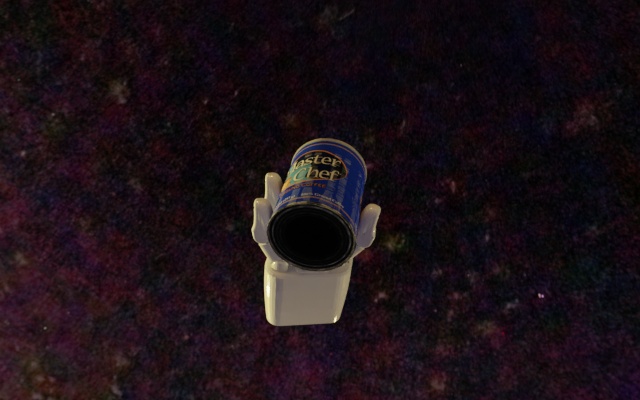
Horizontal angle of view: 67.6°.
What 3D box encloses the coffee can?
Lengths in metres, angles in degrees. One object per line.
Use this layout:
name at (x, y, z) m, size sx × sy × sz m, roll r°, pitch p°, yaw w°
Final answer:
coffee can at (0.000, 0.002, 0.589) m, size 0.103 × 0.103 × 0.140 m, roll 0°, pitch 37°, yaw 11°
